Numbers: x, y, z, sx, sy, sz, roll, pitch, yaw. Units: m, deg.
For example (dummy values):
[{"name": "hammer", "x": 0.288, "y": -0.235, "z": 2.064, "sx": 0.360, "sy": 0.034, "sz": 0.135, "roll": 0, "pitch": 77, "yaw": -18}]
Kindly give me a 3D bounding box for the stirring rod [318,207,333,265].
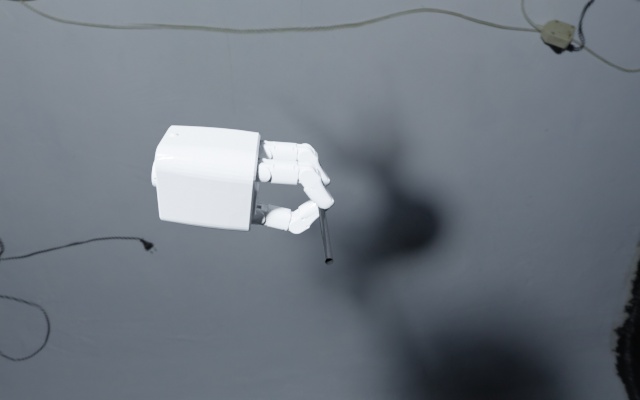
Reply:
[{"name": "stirring rod", "x": 0.000, "y": 0.002, "z": 0.562, "sx": 0.011, "sy": 0.011, "sz": 0.239, "roll": 0, "pitch": 28, "yaw": -4}]
